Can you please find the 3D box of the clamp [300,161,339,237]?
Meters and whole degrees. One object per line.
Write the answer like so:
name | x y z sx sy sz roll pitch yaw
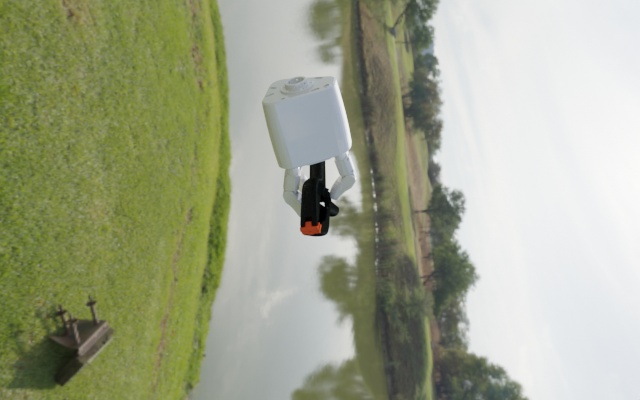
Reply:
clamp | 0.001 0.003 0.779 0.036 0.165 0.209 -8 34 12
